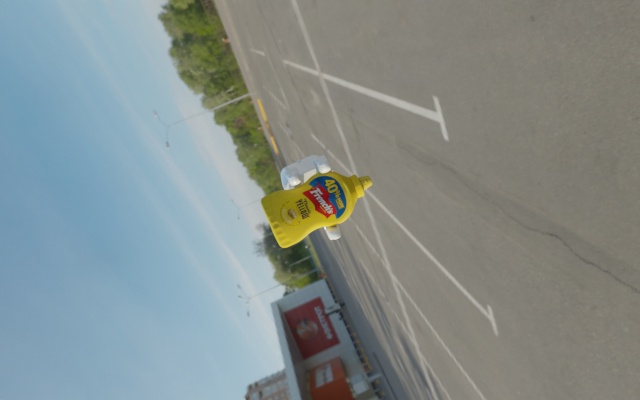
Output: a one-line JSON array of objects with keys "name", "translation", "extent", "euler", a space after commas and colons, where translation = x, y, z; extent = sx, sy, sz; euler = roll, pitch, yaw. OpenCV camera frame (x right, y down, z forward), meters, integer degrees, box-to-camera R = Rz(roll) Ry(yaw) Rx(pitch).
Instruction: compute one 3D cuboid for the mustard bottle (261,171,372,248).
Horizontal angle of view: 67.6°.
[{"name": "mustard bottle", "translation": [0.000, 0.003, 0.833], "extent": [0.191, 0.096, 0.058], "euler": [-24, -4, -3]}]
